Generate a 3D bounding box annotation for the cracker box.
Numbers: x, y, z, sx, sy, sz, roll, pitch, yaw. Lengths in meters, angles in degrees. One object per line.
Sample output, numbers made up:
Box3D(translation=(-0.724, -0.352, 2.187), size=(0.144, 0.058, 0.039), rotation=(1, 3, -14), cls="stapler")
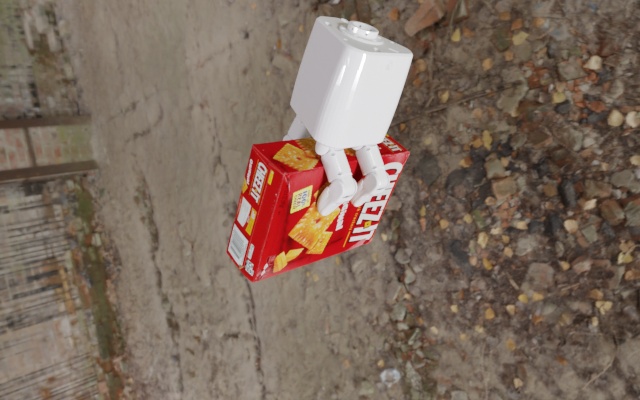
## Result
Box3D(translation=(0.000, 0.002, 0.609), size=(0.213, 0.164, 0.072), rotation=(-13, 45, -40), cls="cracker box")
